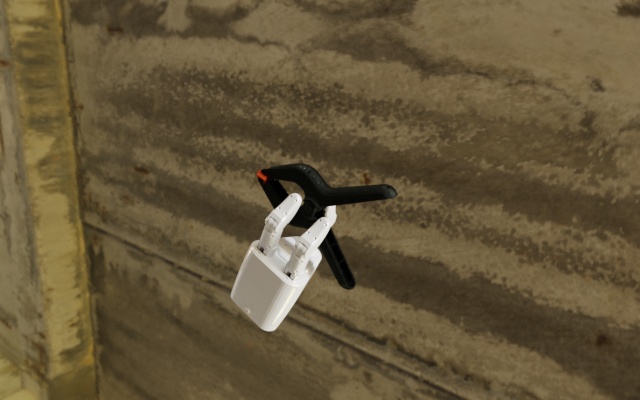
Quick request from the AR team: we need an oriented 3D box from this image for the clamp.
[{"bbox_3d":[0.000,0.002,0.664,0.210,0.165,0.036,39,29,20],"label":"clamp"}]
